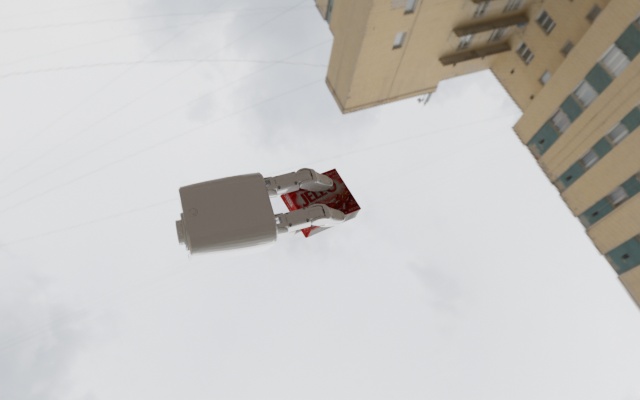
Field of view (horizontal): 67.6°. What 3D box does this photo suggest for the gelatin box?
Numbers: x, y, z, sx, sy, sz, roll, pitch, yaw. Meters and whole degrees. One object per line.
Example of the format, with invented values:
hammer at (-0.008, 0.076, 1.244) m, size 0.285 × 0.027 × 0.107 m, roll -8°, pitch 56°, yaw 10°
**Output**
gelatin box at (0.000, 0.002, 0.663) m, size 0.089 × 0.073 × 0.030 m, roll -21°, pitch -22°, yaw -28°
